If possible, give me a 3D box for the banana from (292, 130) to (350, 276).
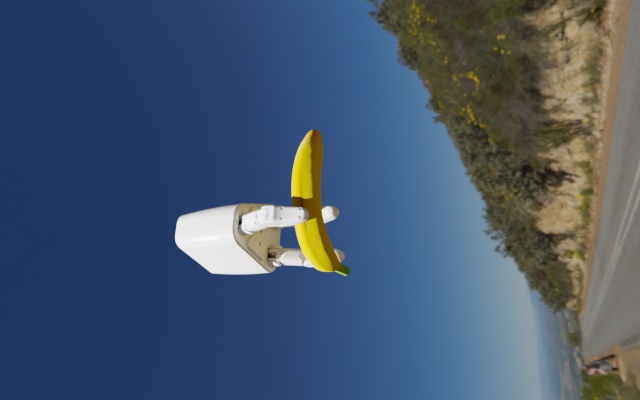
[{"bbox_3d":[-0.009,0.008,0.612,0.037,0.198,0.069,-9,3,31],"label":"banana"}]
